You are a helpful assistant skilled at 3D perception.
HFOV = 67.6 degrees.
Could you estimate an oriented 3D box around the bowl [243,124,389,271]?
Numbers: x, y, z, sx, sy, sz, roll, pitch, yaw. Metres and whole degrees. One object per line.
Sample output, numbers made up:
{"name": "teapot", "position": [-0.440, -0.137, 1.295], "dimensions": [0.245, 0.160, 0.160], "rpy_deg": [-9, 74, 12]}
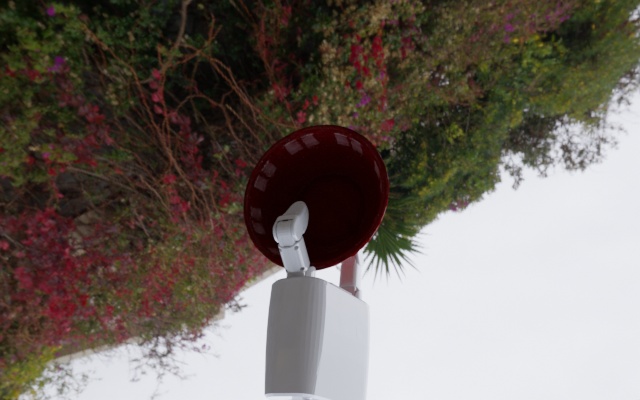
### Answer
{"name": "bowl", "position": [0.001, 0.001, 0.518], "dimensions": [0.162, 0.162, 0.055], "rpy_deg": [0, -18, 22]}
